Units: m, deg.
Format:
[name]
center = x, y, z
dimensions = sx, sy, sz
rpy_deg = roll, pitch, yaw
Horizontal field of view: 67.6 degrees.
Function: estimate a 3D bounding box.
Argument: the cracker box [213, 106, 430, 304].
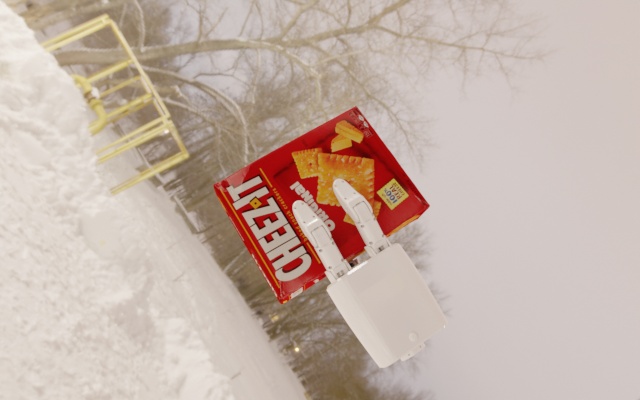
[cracker box]
center = 0.000, 0.002, 0.599
dimensions = 0.213, 0.164, 0.072
rpy_deg = -30, -13, -12
